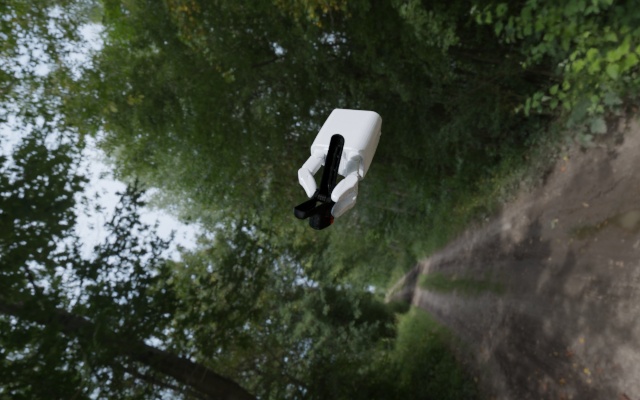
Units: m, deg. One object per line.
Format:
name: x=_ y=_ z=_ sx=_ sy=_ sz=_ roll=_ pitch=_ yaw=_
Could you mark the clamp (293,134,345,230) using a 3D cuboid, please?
clamp: x=-0.001 y=0.003 z=0.849 sx=0.036 sy=0.164 sz=0.210 roll=22 pitch=-29 yaw=14
